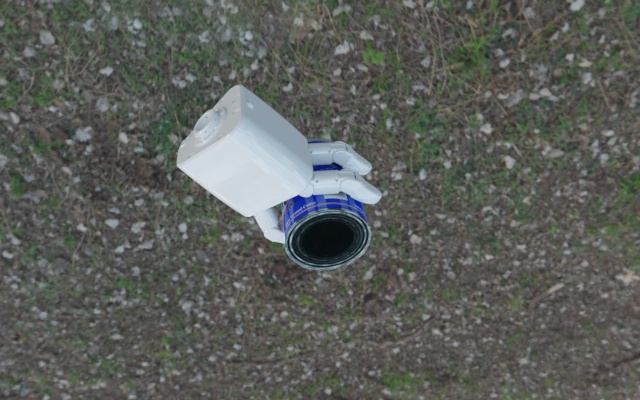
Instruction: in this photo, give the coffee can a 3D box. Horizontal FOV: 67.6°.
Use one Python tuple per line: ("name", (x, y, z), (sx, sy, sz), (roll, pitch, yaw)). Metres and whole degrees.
("coffee can", (0.000, 0.002, 0.607), (0.103, 0.103, 0.140), (0, 42, -11))
